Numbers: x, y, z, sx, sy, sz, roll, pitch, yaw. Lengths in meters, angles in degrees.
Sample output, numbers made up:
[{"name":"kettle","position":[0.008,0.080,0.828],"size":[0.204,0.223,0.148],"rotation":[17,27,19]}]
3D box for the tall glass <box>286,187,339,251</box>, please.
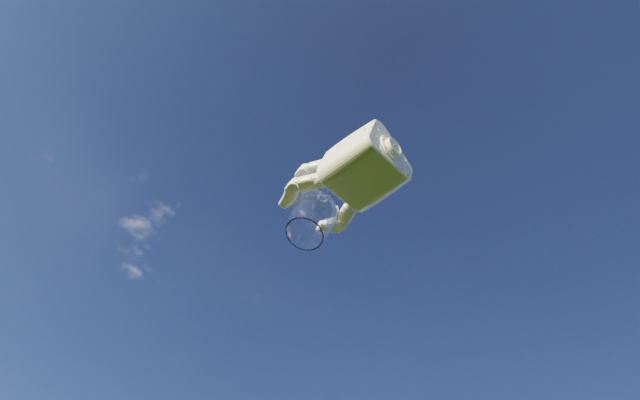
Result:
[{"name":"tall glass","position":[0.000,0.002,0.816],"size":[0.079,0.079,0.201],"rotation":[0,30,17]}]
